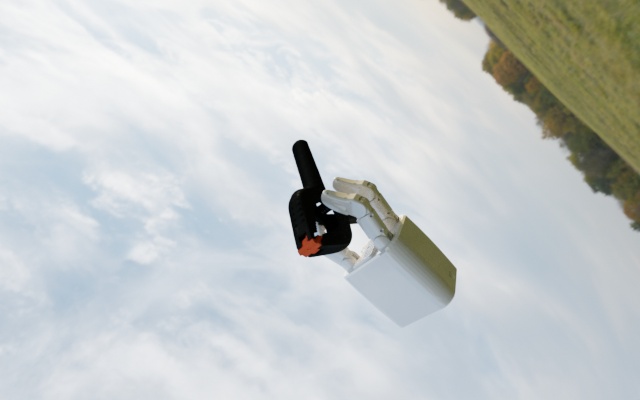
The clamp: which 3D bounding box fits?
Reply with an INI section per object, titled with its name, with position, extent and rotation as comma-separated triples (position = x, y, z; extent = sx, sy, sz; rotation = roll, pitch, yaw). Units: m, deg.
[clamp]
position = 0.000, 0.003, 0.622
extent = 0.036, 0.164, 0.210
rotation = -43, 4, 26
